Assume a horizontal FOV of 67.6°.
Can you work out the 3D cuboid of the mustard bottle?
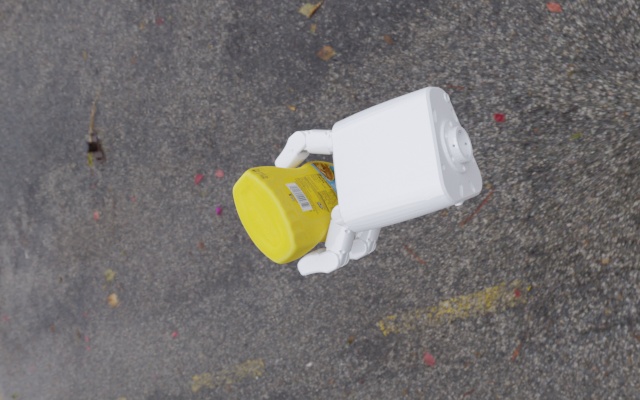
[{"bbox_3d":[0.000,0.002,0.526,0.191,0.096,0.058,-14,-25,-52],"label":"mustard bottle"}]
